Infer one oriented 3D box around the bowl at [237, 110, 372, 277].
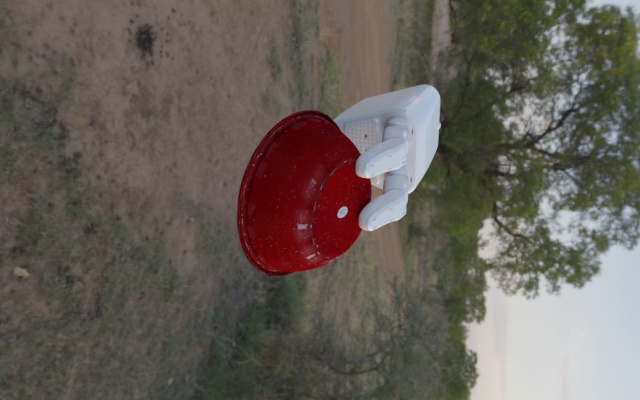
[{"bbox_3d":[0.000,0.002,0.439,0.055,0.162,0.162,18,11,35],"label":"bowl"}]
